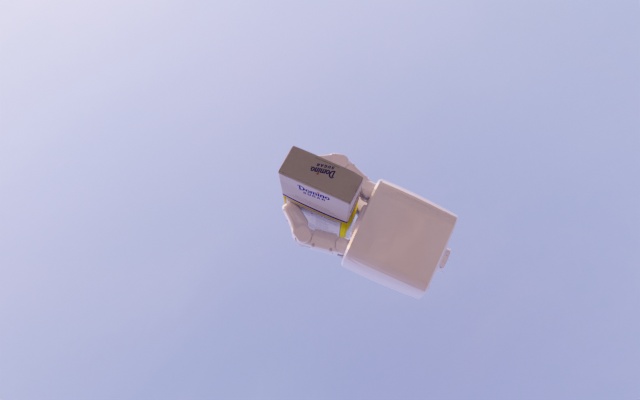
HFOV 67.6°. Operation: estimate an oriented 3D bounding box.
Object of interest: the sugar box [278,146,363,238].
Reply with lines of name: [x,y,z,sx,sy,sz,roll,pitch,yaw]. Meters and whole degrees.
sugar box: [0.000,0.002,0.615,0.093,0.048,0.176,24,-22,8]
